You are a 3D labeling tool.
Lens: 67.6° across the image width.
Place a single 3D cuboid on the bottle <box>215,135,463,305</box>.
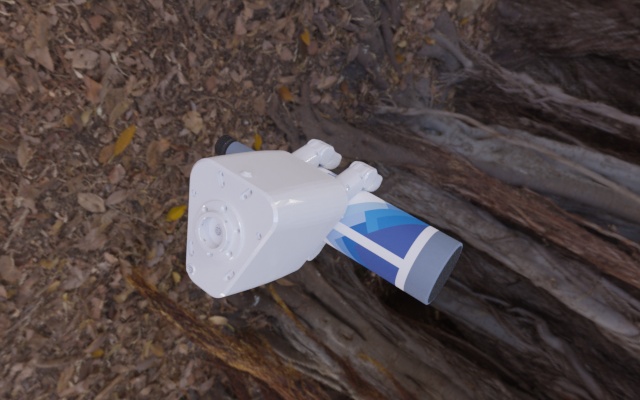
[{"bbox_3d":[0.000,0.002,0.505,0.295,0.069,0.069,30,13,24],"label":"bottle"}]
